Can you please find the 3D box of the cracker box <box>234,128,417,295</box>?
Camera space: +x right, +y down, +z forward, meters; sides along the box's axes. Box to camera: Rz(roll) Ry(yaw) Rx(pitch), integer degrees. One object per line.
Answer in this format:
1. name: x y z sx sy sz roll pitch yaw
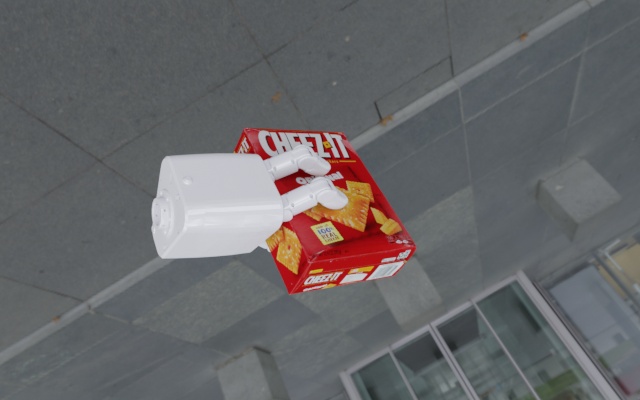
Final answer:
1. cracker box: 0.000 0.002 0.605 0.164 0.213 0.072 -3 -40 -35
